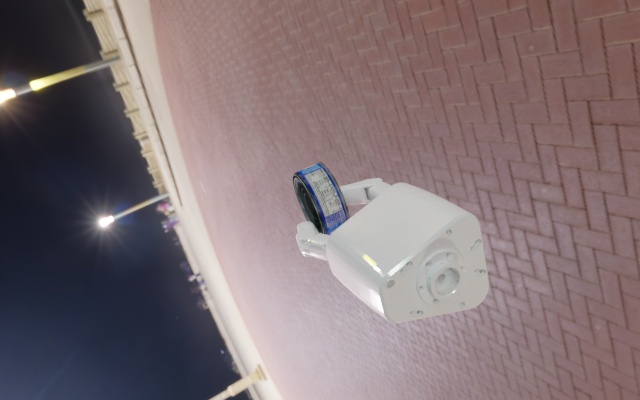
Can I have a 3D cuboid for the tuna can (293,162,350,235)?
[{"bbox_3d":[0.000,0.002,0.545,0.034,0.086,0.086,-24,5,-12],"label":"tuna can"}]
